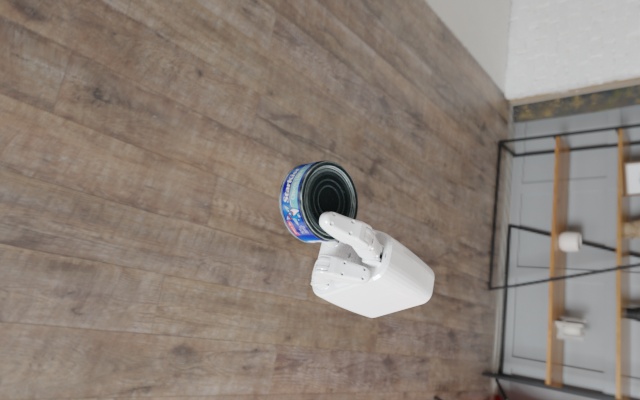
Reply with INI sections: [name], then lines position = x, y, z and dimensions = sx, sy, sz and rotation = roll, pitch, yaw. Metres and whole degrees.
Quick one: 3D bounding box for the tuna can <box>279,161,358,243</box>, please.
[tuna can]
position = 0.000, 0.002, 0.502
dimensions = 0.086, 0.086, 0.034
rotation = 0, -5, -43
